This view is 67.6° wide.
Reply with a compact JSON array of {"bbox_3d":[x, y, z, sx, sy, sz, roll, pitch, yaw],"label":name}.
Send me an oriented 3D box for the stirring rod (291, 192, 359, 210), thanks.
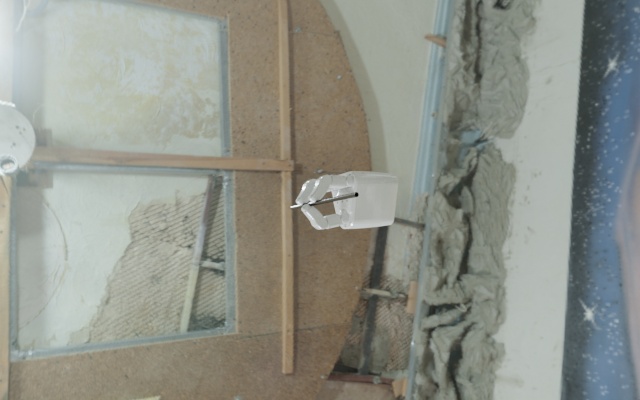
[{"bbox_3d":[0.000,0.003,0.866,0.011,0.011,0.239,0,-6,-29],"label":"stirring rod"}]
